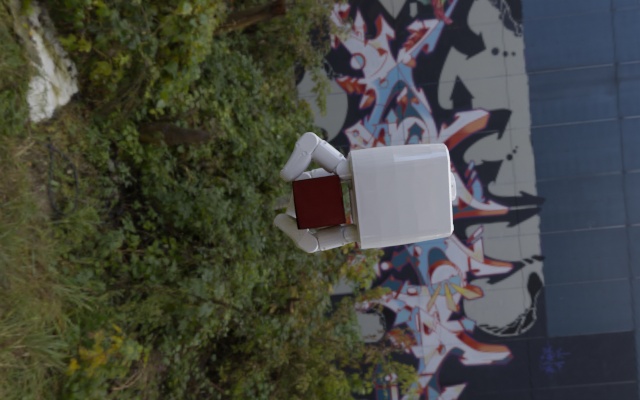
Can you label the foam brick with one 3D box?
[{"bbox_3d":[0.000,0.002,0.529,0.051,0.053,0.078,-7,0,3],"label":"foam brick"}]
